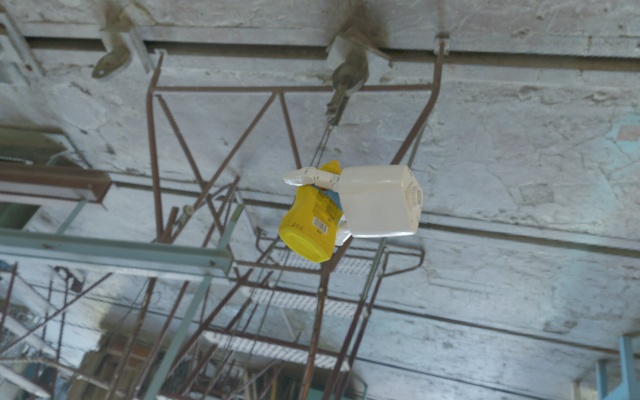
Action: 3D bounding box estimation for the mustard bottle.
[{"bbox_3d":[0.000,0.003,0.807,0.096,0.191,0.058,39,-41,-23],"label":"mustard bottle"}]
